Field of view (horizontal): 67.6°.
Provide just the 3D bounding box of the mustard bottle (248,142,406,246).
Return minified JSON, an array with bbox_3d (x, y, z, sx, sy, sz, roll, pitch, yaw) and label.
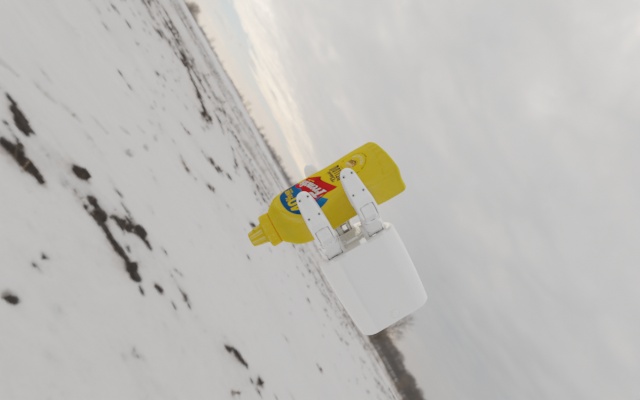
[{"bbox_3d":[0.000,0.001,0.578,0.191,0.058,0.096,-29,33,-2],"label":"mustard bottle"}]
